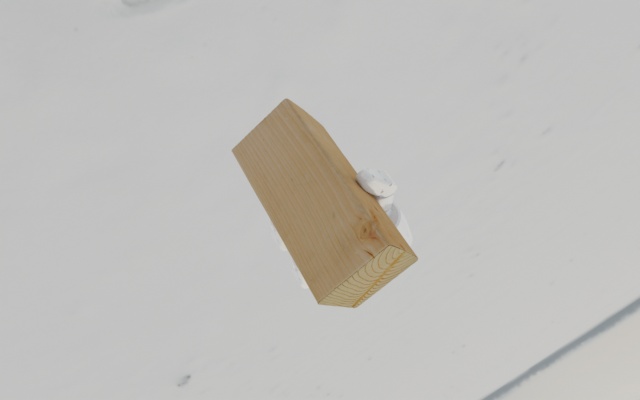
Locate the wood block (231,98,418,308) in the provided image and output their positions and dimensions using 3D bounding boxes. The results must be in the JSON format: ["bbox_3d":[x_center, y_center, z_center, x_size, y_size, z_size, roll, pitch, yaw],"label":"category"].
[{"bbox_3d":[0.001,0.002,0.513,0.091,0.206,0.090,-41,-29,14],"label":"wood block"}]
